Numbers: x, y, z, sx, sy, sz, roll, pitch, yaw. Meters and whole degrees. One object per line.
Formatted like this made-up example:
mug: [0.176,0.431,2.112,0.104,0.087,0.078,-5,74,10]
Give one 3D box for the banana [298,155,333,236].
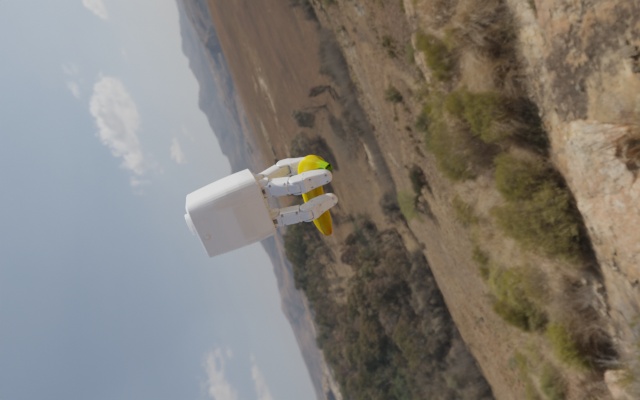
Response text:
banana: [-0.008,-0.013,0.761,0.037,0.069,0.198,-23,-31,-11]
